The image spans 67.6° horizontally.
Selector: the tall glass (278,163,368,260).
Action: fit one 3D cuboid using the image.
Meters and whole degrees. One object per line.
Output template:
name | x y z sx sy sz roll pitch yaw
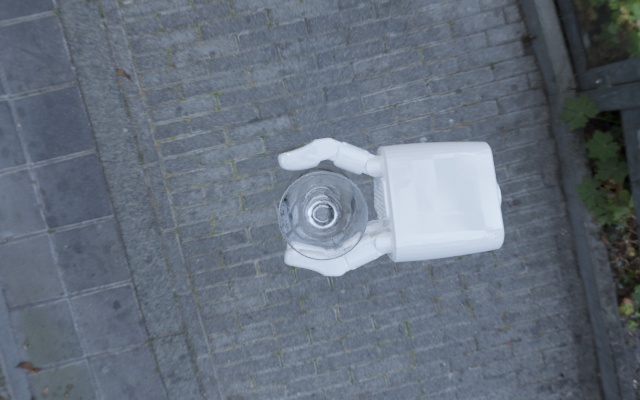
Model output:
tall glass | 0.000 0.002 0.490 0.079 0.079 0.201 0 7 -2
